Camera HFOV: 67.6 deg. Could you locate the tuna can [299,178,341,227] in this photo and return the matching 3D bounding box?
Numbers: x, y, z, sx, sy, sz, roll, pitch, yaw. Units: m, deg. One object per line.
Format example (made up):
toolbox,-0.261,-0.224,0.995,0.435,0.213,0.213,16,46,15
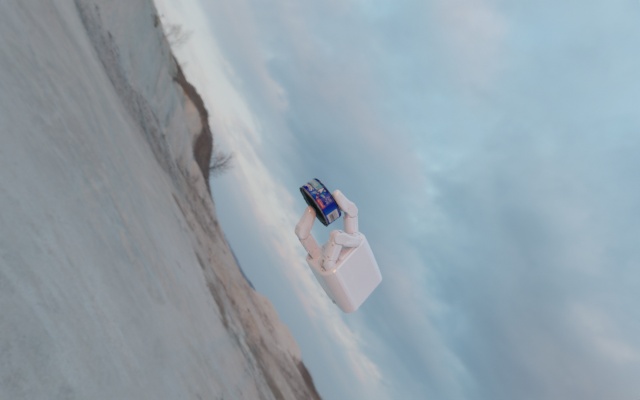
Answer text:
tuna can,0.001,0.002,0.855,0.034,0.086,0.086,-35,7,-10
